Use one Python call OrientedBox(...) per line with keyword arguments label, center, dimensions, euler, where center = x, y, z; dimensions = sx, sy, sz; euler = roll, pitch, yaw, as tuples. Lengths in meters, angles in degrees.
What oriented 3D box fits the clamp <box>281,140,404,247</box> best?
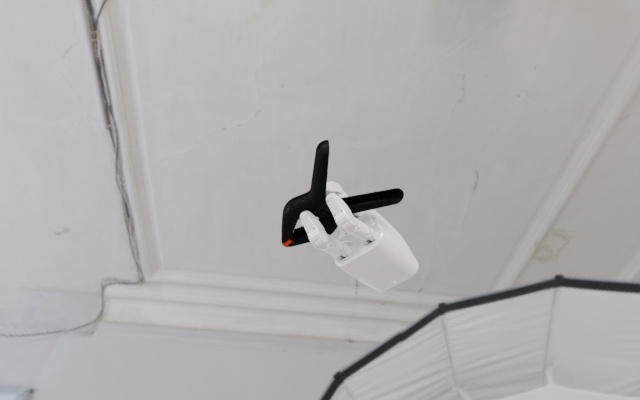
OrientedBox(label="clamp", center=(0.000, 0.002, 0.743), dimensions=(0.210, 0.036, 0.165), euler=(-35, -55, 27))
